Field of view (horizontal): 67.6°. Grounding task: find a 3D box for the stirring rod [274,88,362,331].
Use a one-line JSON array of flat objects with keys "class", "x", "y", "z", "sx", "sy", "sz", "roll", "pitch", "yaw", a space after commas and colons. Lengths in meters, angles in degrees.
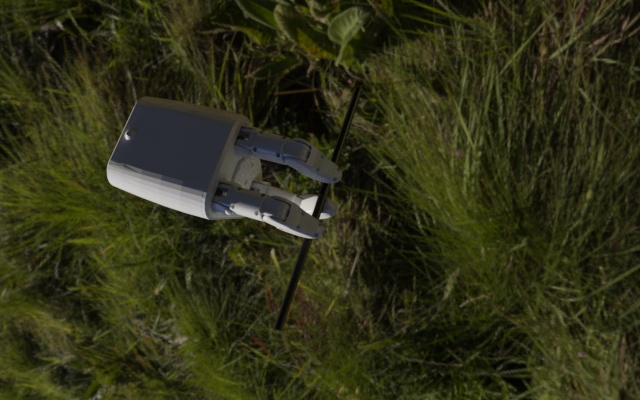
[{"class": "stirring rod", "x": 0.000, "y": 0.001, "z": 0.443, "sx": 0.011, "sy": 0.239, "sz": 0.011, "roll": 17, "pitch": -14, "yaw": 5}]
